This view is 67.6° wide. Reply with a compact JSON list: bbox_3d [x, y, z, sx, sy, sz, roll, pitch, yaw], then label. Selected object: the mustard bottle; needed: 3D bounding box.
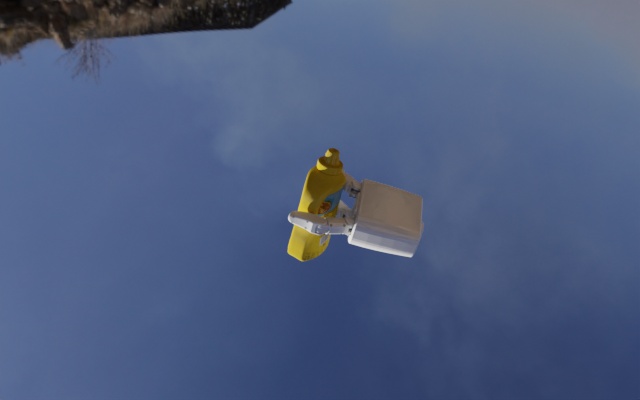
[{"bbox_3d":[0.000,0.003,0.783,0.058,0.192,0.096,28,33,20],"label":"mustard bottle"}]
